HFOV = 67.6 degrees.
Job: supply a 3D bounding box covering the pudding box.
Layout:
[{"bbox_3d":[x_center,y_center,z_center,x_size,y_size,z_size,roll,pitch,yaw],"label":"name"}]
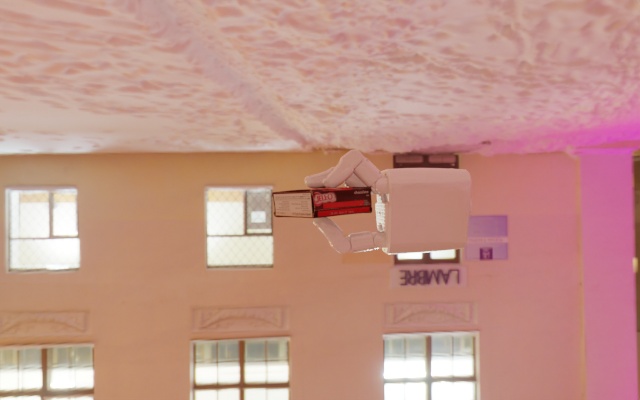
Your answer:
[{"bbox_3d":[0.000,0.002,0.630,0.090,0.039,0.113,-3,-1,-31],"label":"pudding box"}]
